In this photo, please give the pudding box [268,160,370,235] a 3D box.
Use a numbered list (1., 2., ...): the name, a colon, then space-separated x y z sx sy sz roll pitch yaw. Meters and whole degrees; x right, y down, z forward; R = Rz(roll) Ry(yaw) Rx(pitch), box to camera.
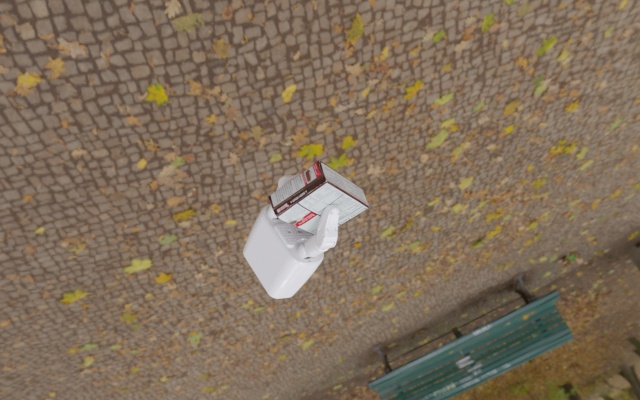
1. pudding box: 0.000 0.002 0.647 0.090 0.039 0.113 -35 -34 20
